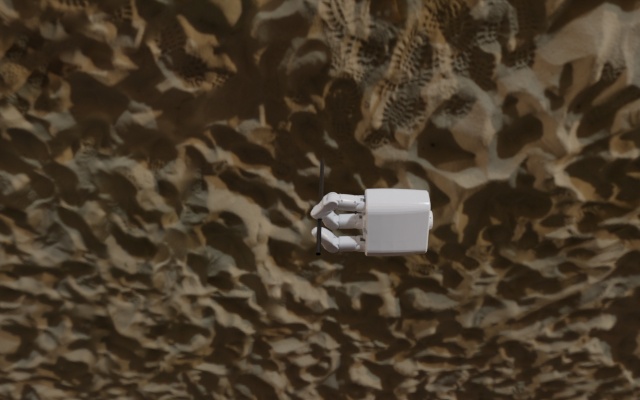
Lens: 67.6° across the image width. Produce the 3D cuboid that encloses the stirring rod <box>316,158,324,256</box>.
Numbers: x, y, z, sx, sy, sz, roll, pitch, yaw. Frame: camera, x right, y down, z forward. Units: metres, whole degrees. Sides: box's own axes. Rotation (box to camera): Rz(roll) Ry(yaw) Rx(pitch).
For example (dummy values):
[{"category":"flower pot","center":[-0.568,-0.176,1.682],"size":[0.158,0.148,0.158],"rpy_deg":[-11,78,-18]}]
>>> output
[{"category":"stirring rod","center":[0.000,0.003,0.853],"size":[0.011,0.011,0.239],"rpy_deg":[0,44,2]}]
